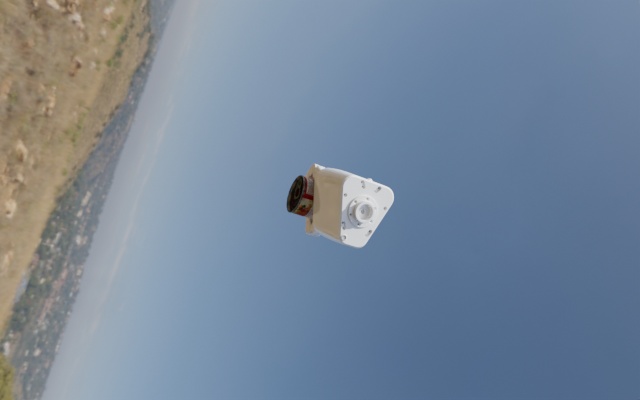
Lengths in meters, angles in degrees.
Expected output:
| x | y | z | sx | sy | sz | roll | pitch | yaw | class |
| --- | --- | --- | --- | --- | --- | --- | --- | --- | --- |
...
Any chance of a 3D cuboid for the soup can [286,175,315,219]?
| x | y | z | sx | sy | sz | roll | pitch | yaw | class |
| --- | --- | --- | --- | --- | --- | --- | --- | --- | --- |
| 0.000 | 0.003 | 0.845 | 0.102 | 0.068 | 0.068 | 18 | -7 | -22 | soup can |
